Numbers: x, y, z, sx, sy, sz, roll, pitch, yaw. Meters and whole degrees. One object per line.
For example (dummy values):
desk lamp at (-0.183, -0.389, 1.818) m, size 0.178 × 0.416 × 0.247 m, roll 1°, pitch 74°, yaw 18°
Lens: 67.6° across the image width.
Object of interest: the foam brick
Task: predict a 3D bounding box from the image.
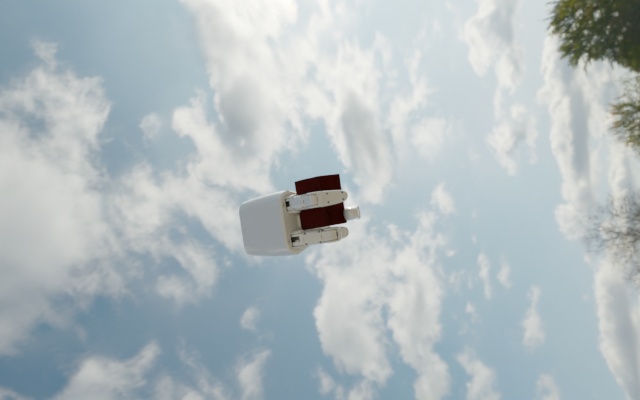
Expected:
foam brick at (0.000, 0.002, 0.730) m, size 0.051 × 0.078 × 0.053 m, roll -10°, pitch -2°, yaw 41°
